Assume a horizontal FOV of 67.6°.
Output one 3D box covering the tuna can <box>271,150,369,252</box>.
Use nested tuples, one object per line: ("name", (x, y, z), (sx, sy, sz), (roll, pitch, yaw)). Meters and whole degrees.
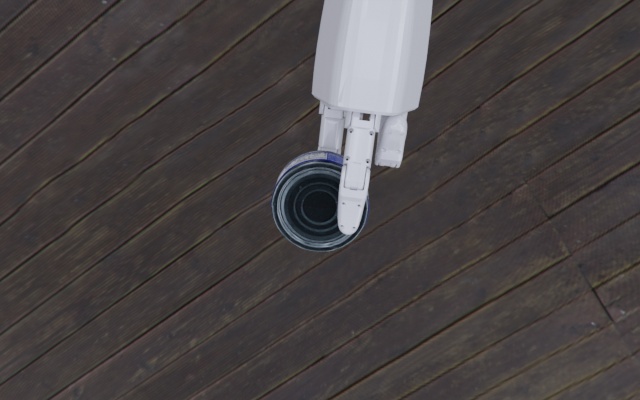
("tuna can", (0.000, 0.002, 0.421), (0.086, 0.086, 0.033), (0, 20, 3))
